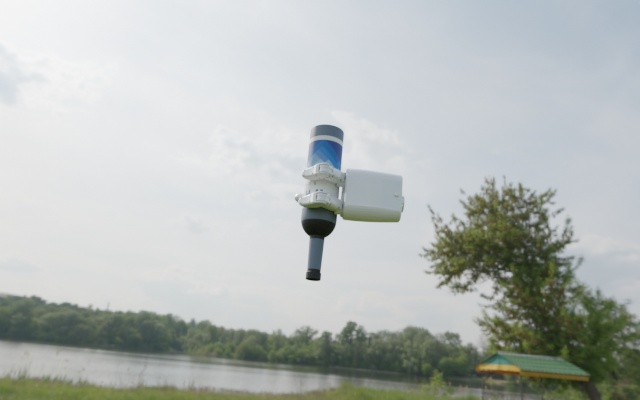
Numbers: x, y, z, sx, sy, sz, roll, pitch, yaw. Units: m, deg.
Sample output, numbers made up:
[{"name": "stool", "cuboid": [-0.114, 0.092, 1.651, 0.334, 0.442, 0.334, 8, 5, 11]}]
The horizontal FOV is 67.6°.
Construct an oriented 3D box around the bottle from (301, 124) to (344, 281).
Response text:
[{"name": "bottle", "cuboid": [0.000, 0.003, 0.898, 0.069, 0.295, 0.069, 5, -19, 2]}]
